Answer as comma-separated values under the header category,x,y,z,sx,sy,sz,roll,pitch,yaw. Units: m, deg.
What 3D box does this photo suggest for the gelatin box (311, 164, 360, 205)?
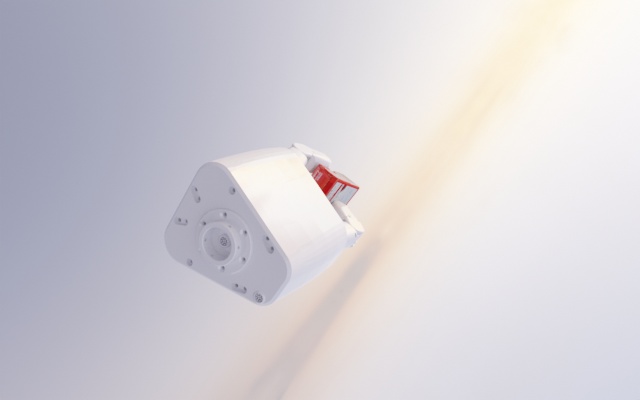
category,x,y,z,sx,sy,sz,roll,pitch,yaw
gelatin box,0.001,0.002,0.524,0.030,0.073,0.089,40,9,18
